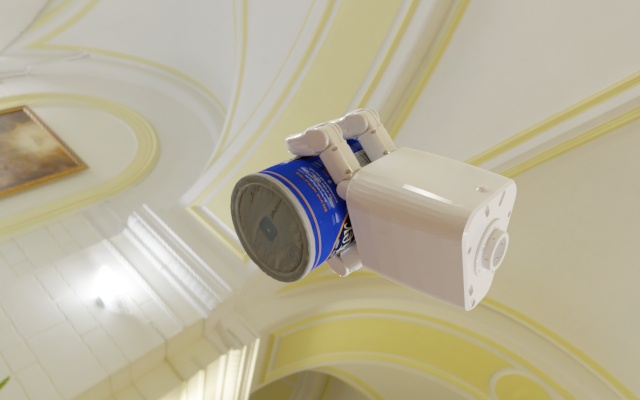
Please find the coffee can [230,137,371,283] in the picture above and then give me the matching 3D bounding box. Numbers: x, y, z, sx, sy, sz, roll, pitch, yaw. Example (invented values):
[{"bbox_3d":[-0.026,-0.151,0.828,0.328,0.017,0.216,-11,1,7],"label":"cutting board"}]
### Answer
[{"bbox_3d":[0.000,0.002,0.461,0.103,0.103,0.140,0,21,46],"label":"coffee can"}]
